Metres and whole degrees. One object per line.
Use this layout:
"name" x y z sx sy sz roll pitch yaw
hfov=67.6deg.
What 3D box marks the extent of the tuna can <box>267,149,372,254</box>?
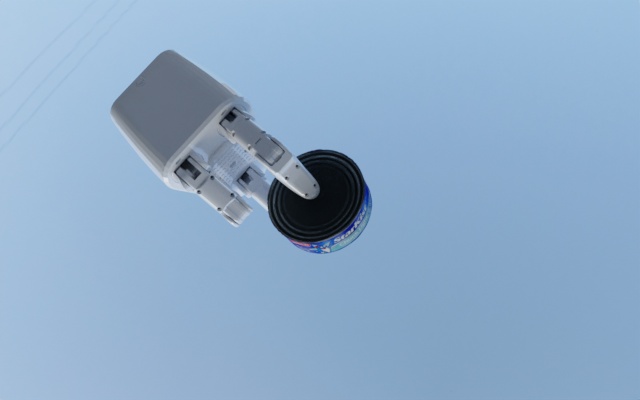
"tuna can" 0.000 0.002 0.409 0.086 0.086 0.034 0 -24 20
